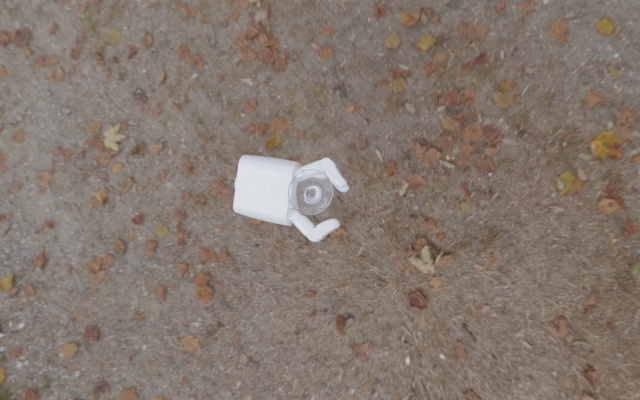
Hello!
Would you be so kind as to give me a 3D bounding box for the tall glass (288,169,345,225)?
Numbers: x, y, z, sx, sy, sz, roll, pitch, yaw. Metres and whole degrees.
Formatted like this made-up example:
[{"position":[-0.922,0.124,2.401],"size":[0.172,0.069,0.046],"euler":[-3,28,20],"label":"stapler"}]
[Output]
[{"position":[0.000,0.003,0.860],"size":[0.079,0.079,0.201],"euler":[0,-10,10],"label":"tall glass"}]
